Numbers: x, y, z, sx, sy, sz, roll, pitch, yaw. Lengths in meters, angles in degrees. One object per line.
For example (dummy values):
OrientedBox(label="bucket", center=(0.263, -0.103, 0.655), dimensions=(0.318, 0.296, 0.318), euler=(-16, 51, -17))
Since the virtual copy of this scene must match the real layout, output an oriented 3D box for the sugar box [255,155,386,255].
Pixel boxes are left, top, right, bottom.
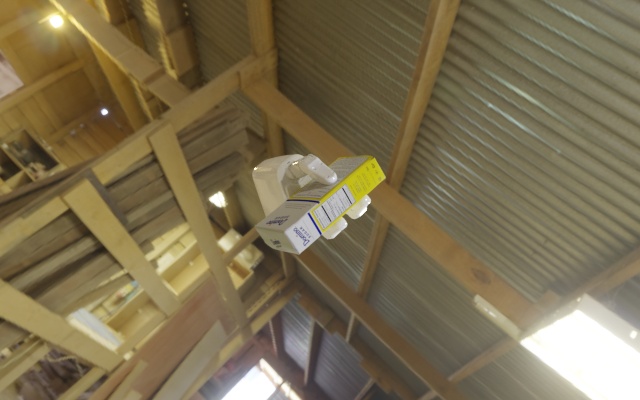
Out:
OrientedBox(label="sugar box", center=(0.000, 0.003, 0.674), dimensions=(0.176, 0.048, 0.093), euler=(-42, 22, -23))
